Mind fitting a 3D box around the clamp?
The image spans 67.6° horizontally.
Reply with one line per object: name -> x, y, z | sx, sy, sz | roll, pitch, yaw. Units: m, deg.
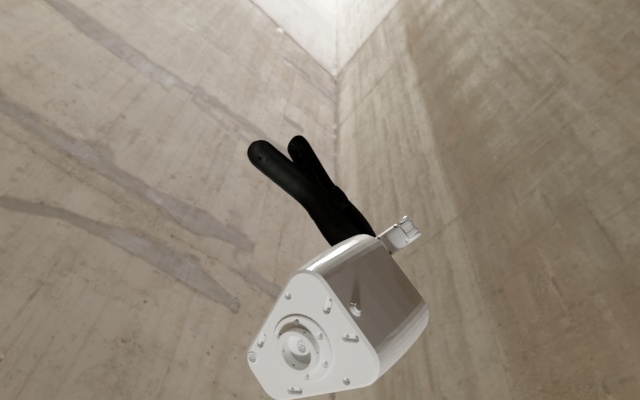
clamp -> 0.000, 0.002, 0.460 | 0.039, 0.171, 0.120 | -45, -13, 25
